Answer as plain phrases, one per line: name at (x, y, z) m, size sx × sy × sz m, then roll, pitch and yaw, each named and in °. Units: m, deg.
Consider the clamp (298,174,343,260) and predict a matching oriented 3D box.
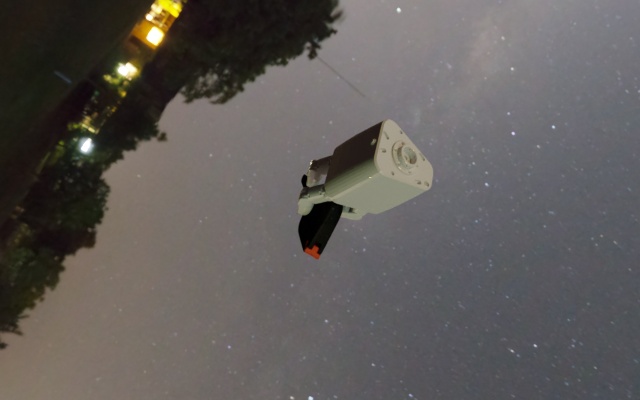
clamp at (0.001, 0.003, 0.776) m, size 0.036 × 0.209 × 0.164 m, roll 31°, pitch -34°, yaw -22°
